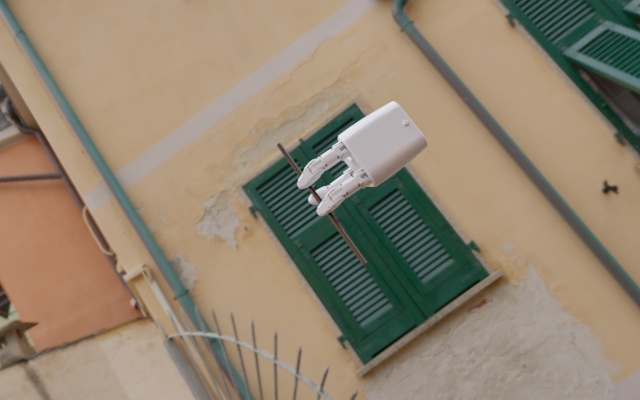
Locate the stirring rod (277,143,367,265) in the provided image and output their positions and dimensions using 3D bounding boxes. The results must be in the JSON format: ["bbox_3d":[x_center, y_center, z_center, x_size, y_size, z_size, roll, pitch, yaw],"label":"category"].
[{"bbox_3d":[0.000,0.003,0.762,0.011,0.239,0.011,-34,-12,-8],"label":"stirring rod"}]
